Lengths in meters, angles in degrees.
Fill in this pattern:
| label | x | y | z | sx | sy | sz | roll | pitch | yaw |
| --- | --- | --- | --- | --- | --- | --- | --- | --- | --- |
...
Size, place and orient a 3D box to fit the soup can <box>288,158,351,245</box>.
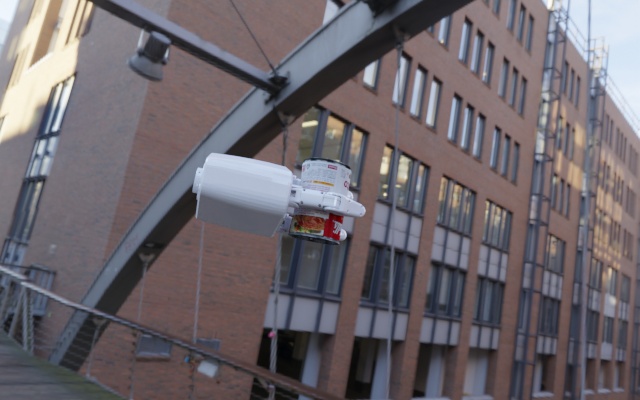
| label | x | y | z | sx | sy | sz | roll | pitch | yaw |
| --- | --- | --- | --- | --- | --- | --- | --- | --- | --- |
| soup can | 0.001 | 0.002 | 0.628 | 0.068 | 0.102 | 0.068 | 10 | -10 | 2 |
